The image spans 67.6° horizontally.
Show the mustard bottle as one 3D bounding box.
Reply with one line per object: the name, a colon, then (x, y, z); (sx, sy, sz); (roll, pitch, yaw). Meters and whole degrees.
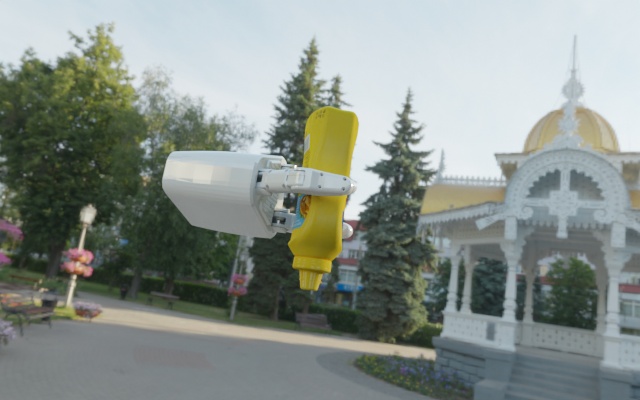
mustard bottle: (0.000, 0.002, 0.524); (0.058, 0.191, 0.096); (11, -12, -11)
